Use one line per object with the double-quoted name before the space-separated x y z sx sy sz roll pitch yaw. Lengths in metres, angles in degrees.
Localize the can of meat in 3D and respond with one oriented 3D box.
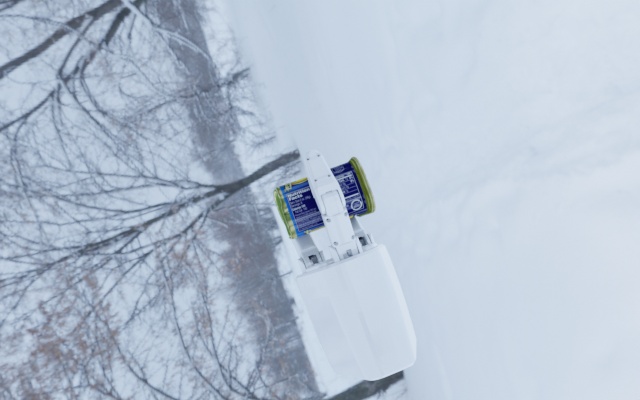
"can of meat" 0.000 0.002 0.483 0.084 0.057 0.102 -20 -3 -7
